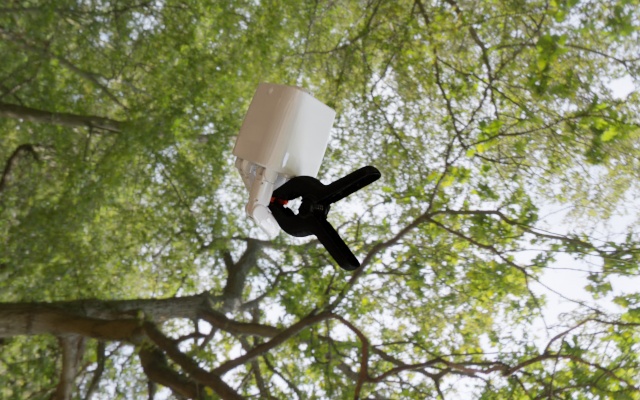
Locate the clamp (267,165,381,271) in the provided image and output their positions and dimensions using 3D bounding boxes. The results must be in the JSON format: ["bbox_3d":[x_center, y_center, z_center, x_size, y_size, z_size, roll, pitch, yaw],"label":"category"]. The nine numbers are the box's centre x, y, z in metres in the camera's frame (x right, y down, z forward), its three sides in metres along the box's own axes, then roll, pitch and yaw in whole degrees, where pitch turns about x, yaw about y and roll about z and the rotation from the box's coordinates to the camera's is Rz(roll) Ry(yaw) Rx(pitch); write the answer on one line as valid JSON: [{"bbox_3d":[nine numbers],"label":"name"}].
[{"bbox_3d":[0.000,0.002,0.584,0.171,0.120,0.039,22,-2,41],"label":"clamp"}]
